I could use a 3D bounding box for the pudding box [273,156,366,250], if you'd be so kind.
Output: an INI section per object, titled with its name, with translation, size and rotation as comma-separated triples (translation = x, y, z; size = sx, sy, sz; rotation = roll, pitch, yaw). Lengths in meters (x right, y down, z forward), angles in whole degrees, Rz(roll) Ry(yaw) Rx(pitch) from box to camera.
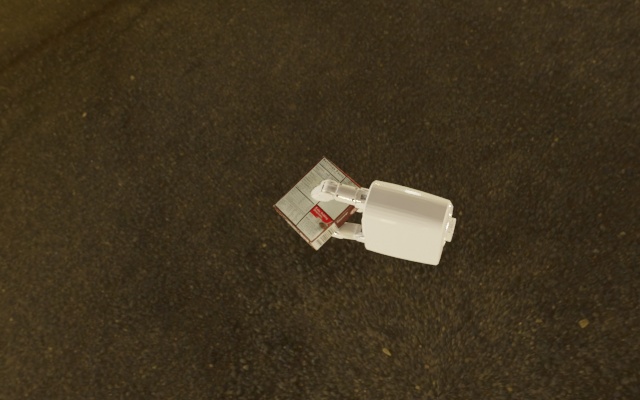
[pudding box]
translation = 0.000, 0.002, 0.716
size = 0.090, 0.113, 0.039
rotation = 43, -7, 24
